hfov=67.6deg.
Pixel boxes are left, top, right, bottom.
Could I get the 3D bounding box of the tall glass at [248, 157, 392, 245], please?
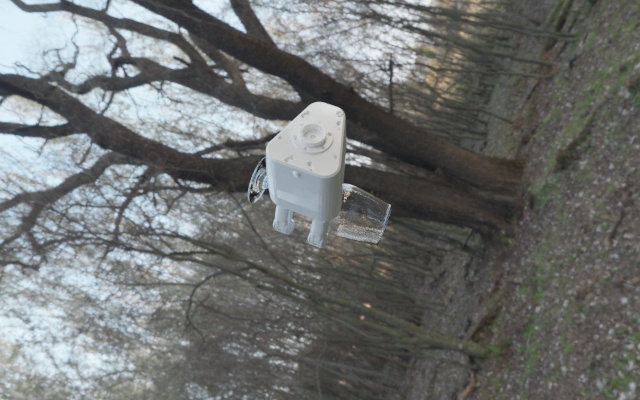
[{"bbox_3d":[-0.001,0.002,0.700,0.201,0.079,0.079,20,4,10],"label":"tall glass"}]
